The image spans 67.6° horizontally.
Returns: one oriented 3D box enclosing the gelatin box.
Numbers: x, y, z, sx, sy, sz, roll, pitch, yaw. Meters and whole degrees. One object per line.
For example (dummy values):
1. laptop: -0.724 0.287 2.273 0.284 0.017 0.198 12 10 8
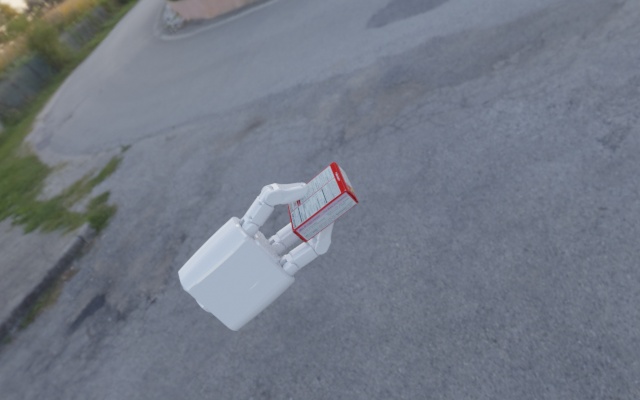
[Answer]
1. gelatin box: 0.000 0.002 0.618 0.030 0.089 0.073 43 16 -31
